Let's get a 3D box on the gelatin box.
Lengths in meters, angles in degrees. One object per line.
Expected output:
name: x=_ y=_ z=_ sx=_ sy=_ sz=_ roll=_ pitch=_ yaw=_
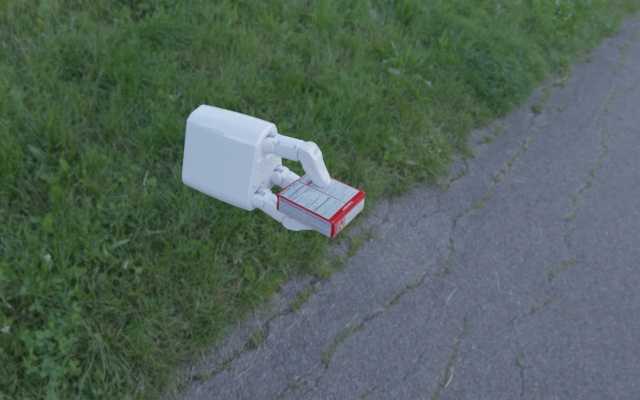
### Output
gelatin box: x=0.000 y=0.002 z=0.604 sx=0.089 sy=0.030 sz=0.073 roll=25 pitch=44 yaw=26
